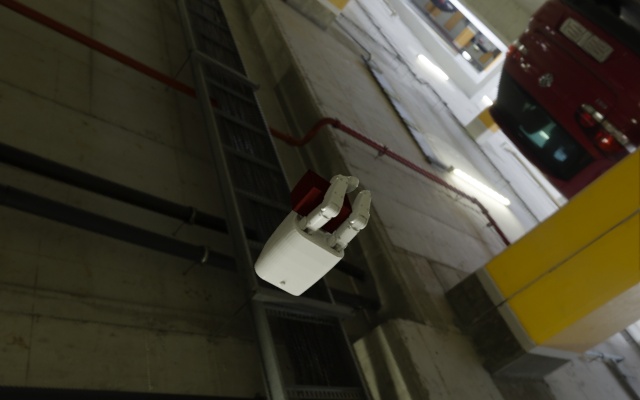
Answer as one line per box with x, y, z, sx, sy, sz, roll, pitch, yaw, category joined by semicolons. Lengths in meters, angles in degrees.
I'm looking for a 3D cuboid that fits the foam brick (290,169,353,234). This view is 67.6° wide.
0.000;0.002;0.712;0.078;0.051;0.053;33;22;-24;foam brick
